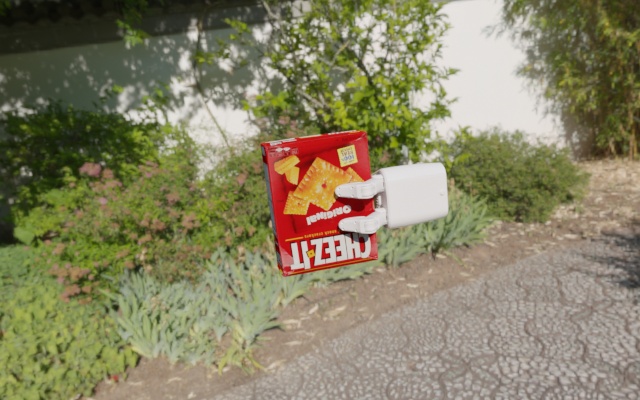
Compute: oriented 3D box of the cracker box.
[{"bbox_3d":[0.000,0.002,0.774,0.164,0.214,0.072,-9,12,-11],"label":"cracker box"}]
